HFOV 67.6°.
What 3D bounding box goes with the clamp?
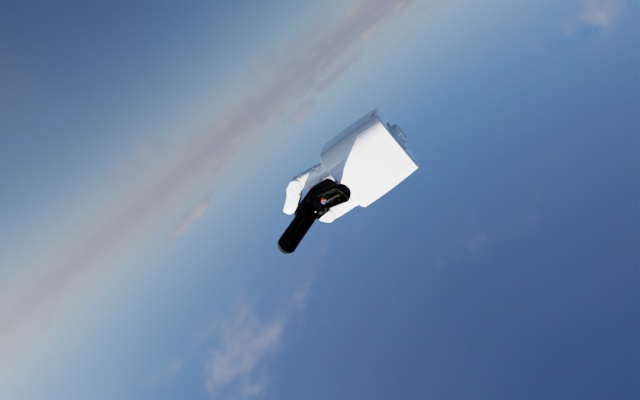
[{"bbox_3d":[0.000,0.003,0.670,0.120,0.039,0.171,-36,14,18],"label":"clamp"}]
